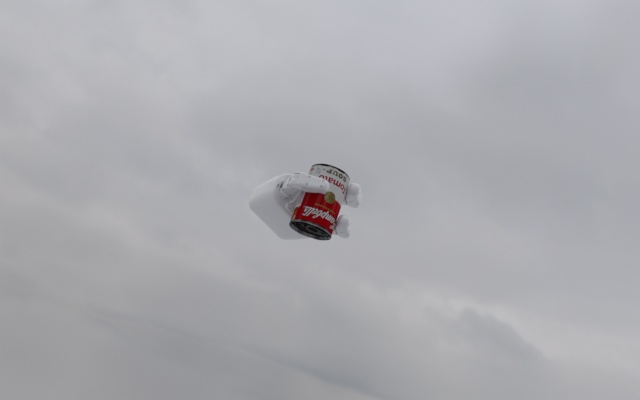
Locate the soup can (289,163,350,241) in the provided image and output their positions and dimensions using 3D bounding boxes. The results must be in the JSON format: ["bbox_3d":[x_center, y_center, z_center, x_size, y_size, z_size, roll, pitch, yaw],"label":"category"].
[{"bbox_3d":[0.000,0.002,0.743,0.068,0.102,0.068,17,-21,7],"label":"soup can"}]
